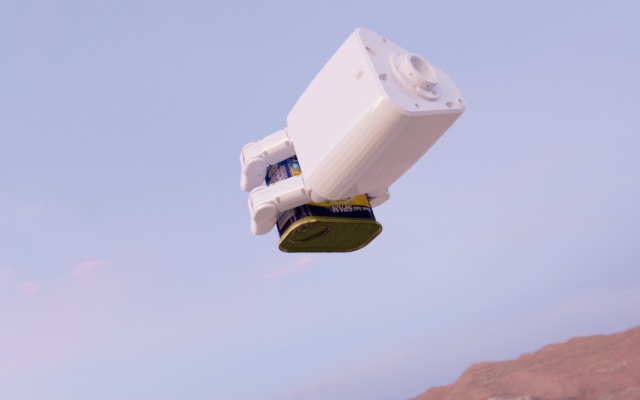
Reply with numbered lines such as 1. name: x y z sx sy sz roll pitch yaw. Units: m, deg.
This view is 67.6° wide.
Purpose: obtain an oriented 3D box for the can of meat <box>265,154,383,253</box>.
1. can of meat: 0.000 0.001 0.469 0.102 0.084 0.057 4 -35 -33
